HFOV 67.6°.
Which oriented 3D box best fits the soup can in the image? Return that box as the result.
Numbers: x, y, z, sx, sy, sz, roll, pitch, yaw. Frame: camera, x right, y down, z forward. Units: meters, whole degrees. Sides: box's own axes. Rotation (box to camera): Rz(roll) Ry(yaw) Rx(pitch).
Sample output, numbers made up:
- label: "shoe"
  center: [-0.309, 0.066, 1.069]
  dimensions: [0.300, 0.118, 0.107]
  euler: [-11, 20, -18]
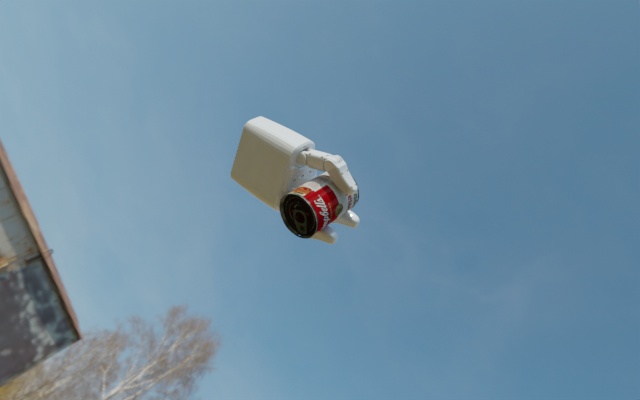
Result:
- label: "soup can"
  center: [0.001, 0.002, 0.685]
  dimensions: [0.068, 0.068, 0.102]
  euler: [0, 23, 43]
